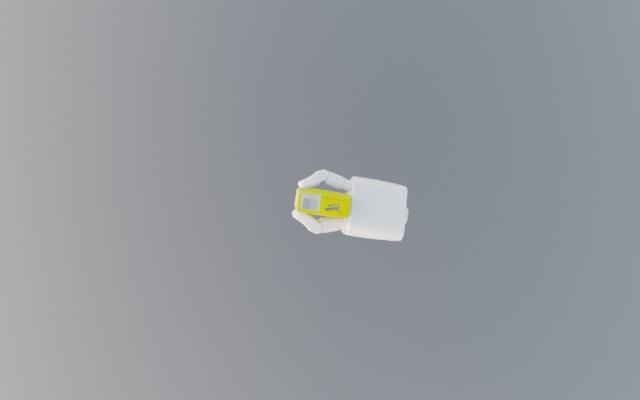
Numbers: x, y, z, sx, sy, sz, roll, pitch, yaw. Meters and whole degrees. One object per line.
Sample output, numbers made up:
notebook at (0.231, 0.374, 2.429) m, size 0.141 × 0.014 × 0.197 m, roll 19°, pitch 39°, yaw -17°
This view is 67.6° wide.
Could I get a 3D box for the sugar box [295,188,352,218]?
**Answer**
sugar box at (0.000, 0.004, 0.898) m, size 0.093 × 0.048 × 0.176 m, roll 9°, pitch -2°, yaw -4°
